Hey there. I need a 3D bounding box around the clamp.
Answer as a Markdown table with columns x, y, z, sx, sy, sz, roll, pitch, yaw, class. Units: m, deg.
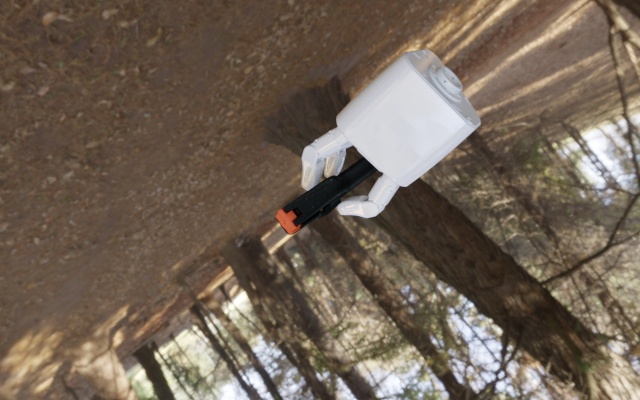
| x | y | z | sx | sy | sz | roll | pitch | yaw | class |
| --- | --- | --- | --- | --- | --- | --- | --- | --- | --- |
| 0.000 | 0.003 | 0.605 | 0.165 | 0.036 | 0.210 | -42 | -5 | 36 | clamp |
